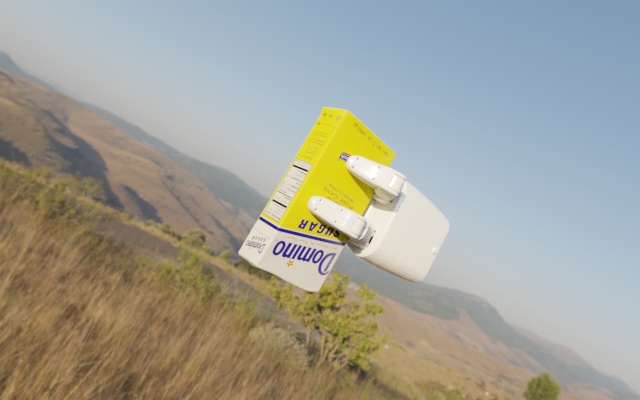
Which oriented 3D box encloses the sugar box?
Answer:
[{"bbox_3d":[0.001,0.002,0.497,0.093,0.176,0.048,33,-8,-40],"label":"sugar box"}]
